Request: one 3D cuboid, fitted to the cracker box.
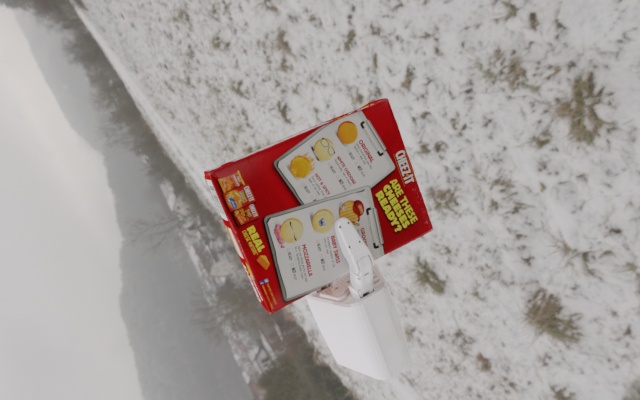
[{"bbox_3d":[0.000,0.002,0.539,0.213,0.164,0.072,-25,13,-17],"label":"cracker box"}]
